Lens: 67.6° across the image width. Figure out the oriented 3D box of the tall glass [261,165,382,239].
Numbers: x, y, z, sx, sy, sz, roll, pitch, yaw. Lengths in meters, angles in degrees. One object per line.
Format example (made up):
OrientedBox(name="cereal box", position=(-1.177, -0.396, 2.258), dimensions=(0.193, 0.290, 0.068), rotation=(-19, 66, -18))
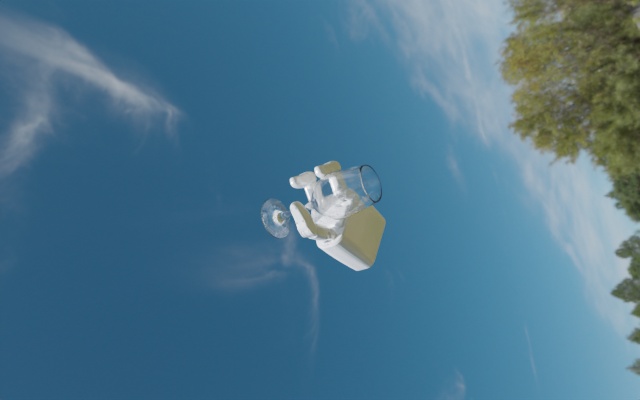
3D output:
OrientedBox(name="tall glass", position=(-0.001, 0.003, 0.786), dimensions=(0.201, 0.079, 0.079), rotation=(-21, -12, 33))
